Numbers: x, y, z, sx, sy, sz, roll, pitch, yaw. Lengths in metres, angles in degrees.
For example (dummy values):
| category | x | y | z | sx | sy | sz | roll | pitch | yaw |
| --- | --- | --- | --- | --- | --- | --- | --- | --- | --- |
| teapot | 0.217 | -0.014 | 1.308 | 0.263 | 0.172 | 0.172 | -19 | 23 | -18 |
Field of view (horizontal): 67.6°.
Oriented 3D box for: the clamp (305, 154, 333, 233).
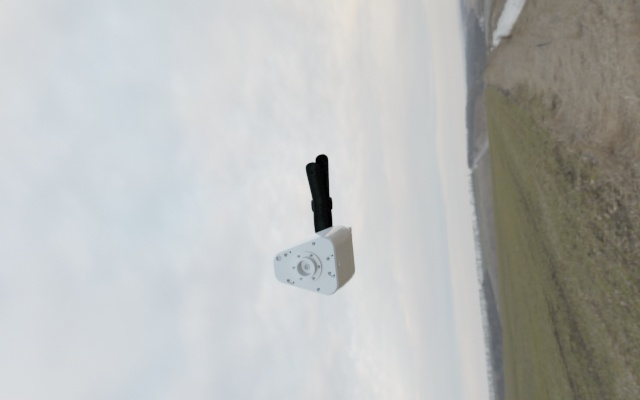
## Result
| category | x | y | z | sx | sy | sz | roll | pitch | yaw |
| --- | --- | --- | --- | --- | --- | --- | --- | --- | --- |
| clamp | 0.000 | 0.003 | 0.838 | 0.039 | 0.171 | 0.120 | -6 | 3 | 16 |
